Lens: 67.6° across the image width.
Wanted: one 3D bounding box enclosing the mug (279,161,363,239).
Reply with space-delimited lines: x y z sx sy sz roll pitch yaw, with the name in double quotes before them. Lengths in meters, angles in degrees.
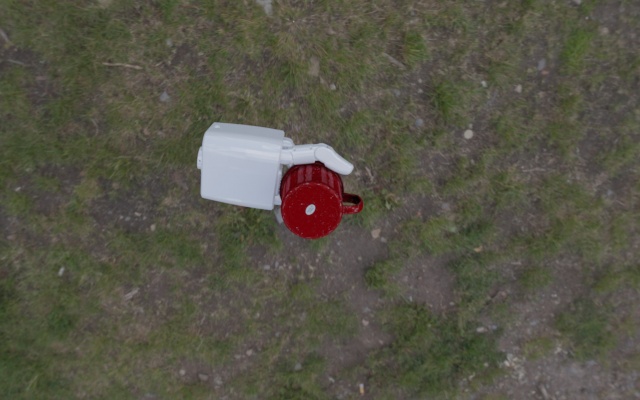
"mug" 0.002 0.002 0.649 0.117 0.093 0.081 7 20 -4
